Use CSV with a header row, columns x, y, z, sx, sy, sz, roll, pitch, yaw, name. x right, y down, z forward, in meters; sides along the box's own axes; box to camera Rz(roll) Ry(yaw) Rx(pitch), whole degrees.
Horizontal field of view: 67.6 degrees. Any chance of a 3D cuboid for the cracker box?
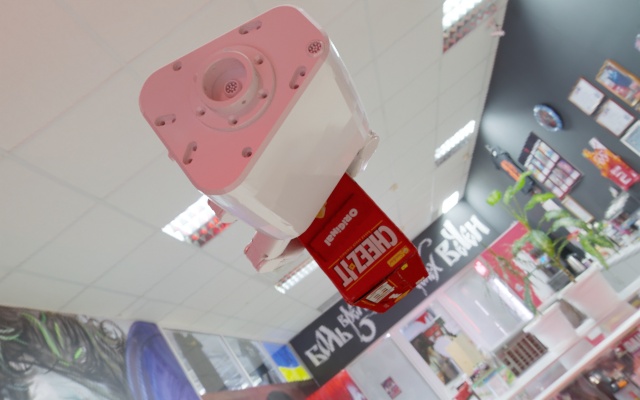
x,y,z,sx,sy,sz,roll,pitch,yaw,name
0.000,0.001,0.444,0.072,0.213,0.164,-41,-21,2,cracker box
